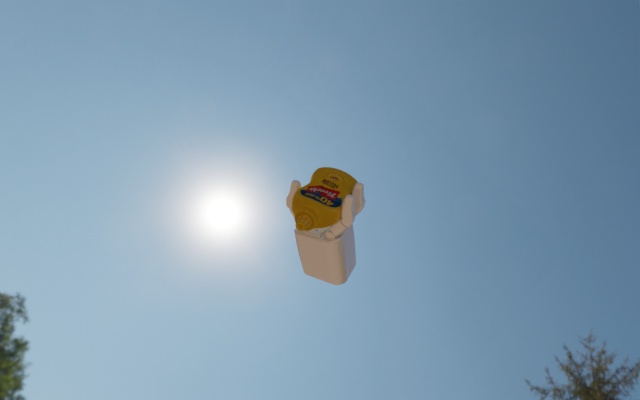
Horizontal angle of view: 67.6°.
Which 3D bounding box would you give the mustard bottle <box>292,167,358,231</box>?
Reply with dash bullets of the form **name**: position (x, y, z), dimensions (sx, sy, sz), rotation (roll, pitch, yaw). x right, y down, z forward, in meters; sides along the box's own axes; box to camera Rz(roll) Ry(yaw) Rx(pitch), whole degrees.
- **mustard bottle**: position (0.000, 0.003, 0.897), dimensions (0.096, 0.058, 0.191), rotation (24, 34, 11)
